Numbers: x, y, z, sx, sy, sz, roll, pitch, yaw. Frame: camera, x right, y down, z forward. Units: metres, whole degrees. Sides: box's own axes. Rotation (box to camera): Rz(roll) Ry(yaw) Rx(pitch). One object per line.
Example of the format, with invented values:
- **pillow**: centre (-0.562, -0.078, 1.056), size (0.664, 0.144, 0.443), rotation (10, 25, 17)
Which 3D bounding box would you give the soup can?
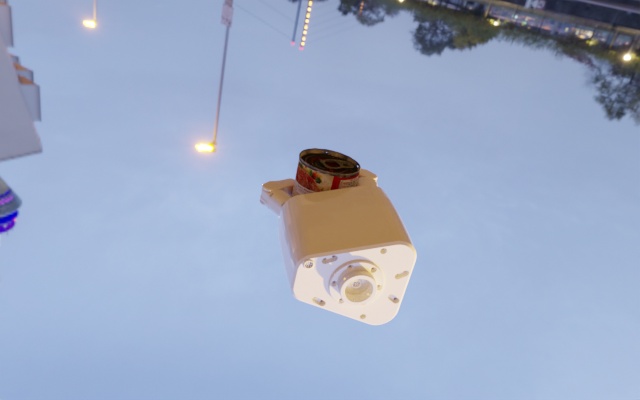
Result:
- **soup can**: centre (0.000, 0.002, 0.533), size (0.068, 0.102, 0.068), rotation (11, 25, -5)
